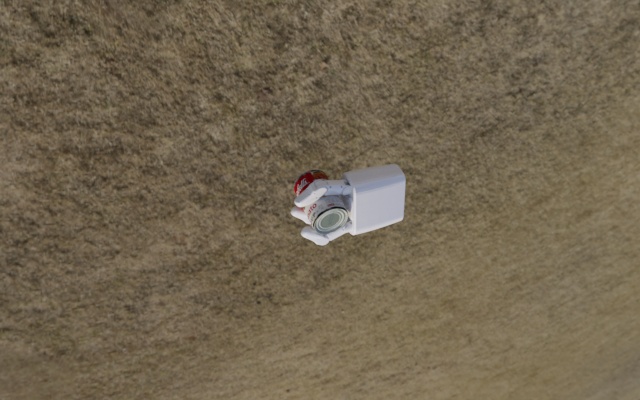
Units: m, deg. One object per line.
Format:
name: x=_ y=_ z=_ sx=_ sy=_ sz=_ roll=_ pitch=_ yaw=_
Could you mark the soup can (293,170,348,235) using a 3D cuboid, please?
soup can: x=0.000 y=0.003 z=0.857 sx=0.068 sy=0.068 sz=0.102 roll=0 pitch=43 yaw=-30
